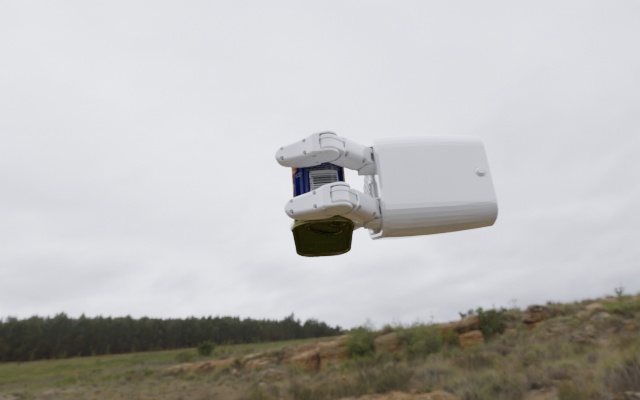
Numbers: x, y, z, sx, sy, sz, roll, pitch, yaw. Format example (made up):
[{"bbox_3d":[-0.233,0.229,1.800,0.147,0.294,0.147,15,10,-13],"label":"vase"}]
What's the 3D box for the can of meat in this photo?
[{"bbox_3d":[0.000,0.001,0.479,0.057,0.084,0.102,-4,-24,0],"label":"can of meat"}]
